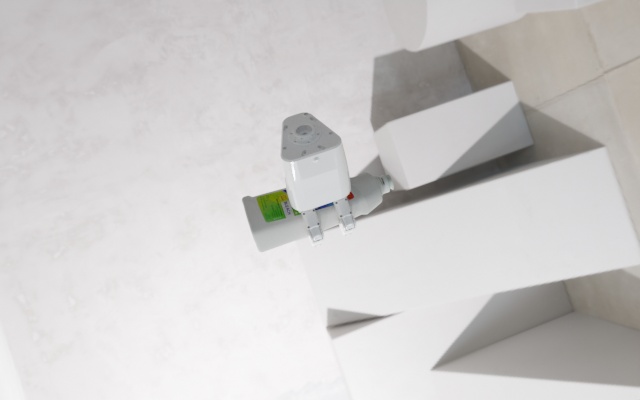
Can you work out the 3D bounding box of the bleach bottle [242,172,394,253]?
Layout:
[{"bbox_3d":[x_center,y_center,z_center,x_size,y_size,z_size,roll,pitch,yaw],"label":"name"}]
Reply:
[{"bbox_3d":[0.000,0.003,0.813,0.251,0.068,0.102,-19,47,-7],"label":"bleach bottle"}]
